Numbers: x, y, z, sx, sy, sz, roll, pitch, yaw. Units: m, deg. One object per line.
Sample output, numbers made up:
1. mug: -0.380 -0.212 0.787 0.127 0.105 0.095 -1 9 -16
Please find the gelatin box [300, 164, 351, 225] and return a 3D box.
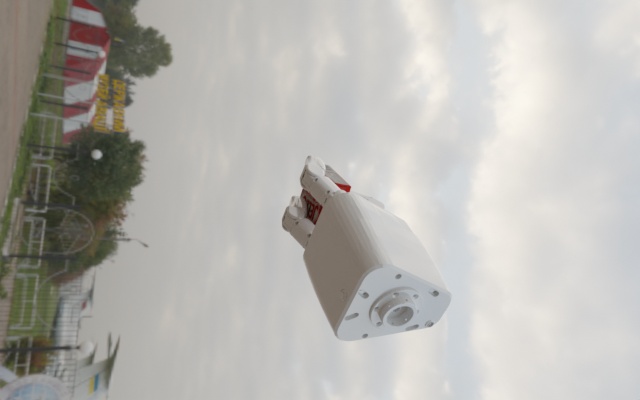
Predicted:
1. gelatin box: 0.000 0.002 0.559 0.030 0.073 0.089 11 16 -20
